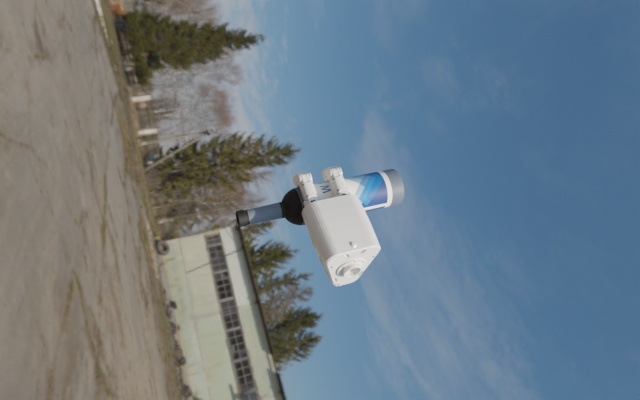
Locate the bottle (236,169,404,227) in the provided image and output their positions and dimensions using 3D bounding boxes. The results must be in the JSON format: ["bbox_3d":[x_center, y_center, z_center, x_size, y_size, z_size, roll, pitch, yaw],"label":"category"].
[{"bbox_3d":[0.000,0.003,0.833,0.295,0.069,0.069,-12,3,-17],"label":"bottle"}]
